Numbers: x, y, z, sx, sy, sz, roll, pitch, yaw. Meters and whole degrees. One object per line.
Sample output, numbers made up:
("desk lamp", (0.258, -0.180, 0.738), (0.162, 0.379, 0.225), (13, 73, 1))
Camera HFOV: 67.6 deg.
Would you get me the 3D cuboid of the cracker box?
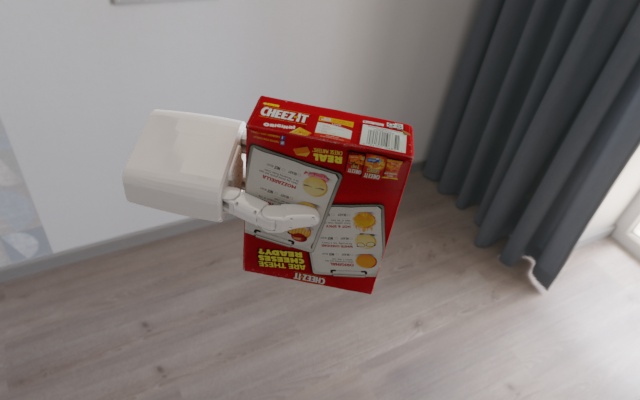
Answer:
("cracker box", (0.000, 0.002, 0.540), (0.164, 0.214, 0.072), (11, 42, 2))
